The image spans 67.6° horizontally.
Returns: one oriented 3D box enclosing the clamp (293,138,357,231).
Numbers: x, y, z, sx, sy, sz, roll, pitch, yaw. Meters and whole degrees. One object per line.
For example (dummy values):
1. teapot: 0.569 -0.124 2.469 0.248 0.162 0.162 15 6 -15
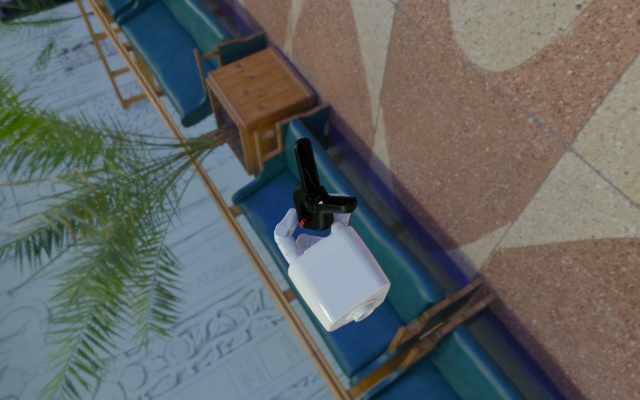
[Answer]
1. clamp: 0.000 0.002 0.675 0.039 0.120 0.172 -27 -27 -19
